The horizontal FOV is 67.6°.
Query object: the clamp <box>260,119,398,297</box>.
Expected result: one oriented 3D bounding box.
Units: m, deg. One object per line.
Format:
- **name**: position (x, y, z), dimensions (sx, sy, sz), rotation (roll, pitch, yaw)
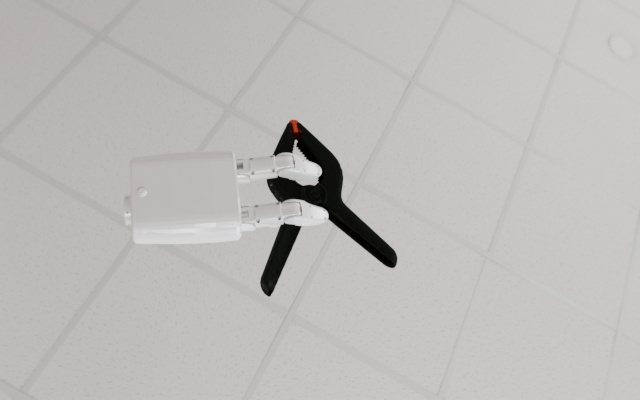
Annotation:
- **clamp**: position (0.000, 0.002, 0.568), dimensions (0.164, 0.210, 0.036), rotation (-2, -21, -19)
